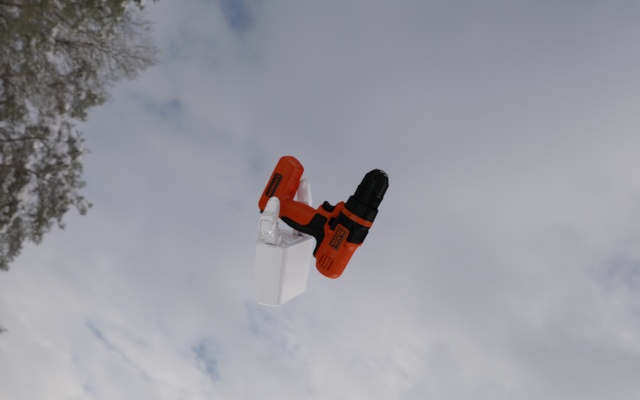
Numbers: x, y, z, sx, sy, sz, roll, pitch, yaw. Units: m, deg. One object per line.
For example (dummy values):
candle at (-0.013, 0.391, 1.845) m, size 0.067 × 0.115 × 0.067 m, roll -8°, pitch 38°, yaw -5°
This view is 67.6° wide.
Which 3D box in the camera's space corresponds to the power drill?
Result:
power drill at (0.000, 0.002, 0.755) m, size 0.187 × 0.184 × 0.057 m, roll 34°, pitch 11°, yaw 30°
